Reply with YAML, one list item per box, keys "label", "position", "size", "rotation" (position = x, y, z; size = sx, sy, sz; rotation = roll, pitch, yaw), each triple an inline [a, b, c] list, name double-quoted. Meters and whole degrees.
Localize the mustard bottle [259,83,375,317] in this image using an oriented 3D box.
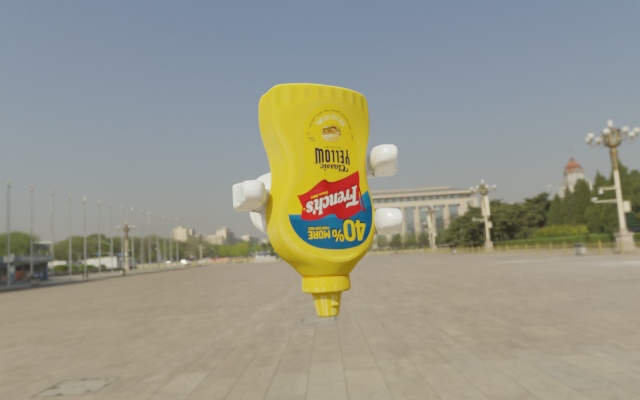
- label: "mustard bottle"
  position: [0.000, 0.001, 0.408]
  size: [0.096, 0.191, 0.058]
  rotation: [0, -7, -30]
